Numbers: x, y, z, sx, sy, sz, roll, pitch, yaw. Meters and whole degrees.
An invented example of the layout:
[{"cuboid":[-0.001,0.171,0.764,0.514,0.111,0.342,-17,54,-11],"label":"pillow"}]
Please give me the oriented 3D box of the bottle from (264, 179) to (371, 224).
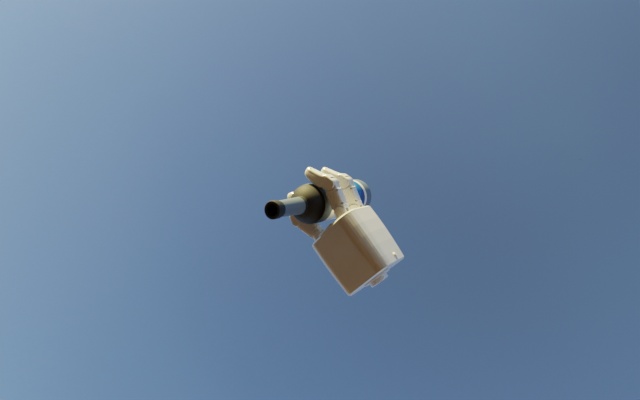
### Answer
[{"cuboid":[0.000,0.003,0.814,0.069,0.069,0.295,0,4,29],"label":"bottle"}]
